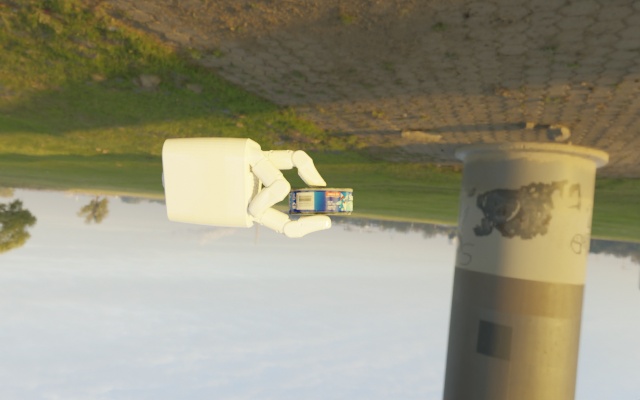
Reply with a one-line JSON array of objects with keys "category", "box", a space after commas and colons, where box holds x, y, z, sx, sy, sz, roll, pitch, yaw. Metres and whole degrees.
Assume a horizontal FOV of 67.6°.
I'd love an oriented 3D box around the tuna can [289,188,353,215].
[{"category": "tuna can", "box": [0.000, 0.003, 0.634, 0.086, 0.034, 0.086, 0, -2, 0]}]
